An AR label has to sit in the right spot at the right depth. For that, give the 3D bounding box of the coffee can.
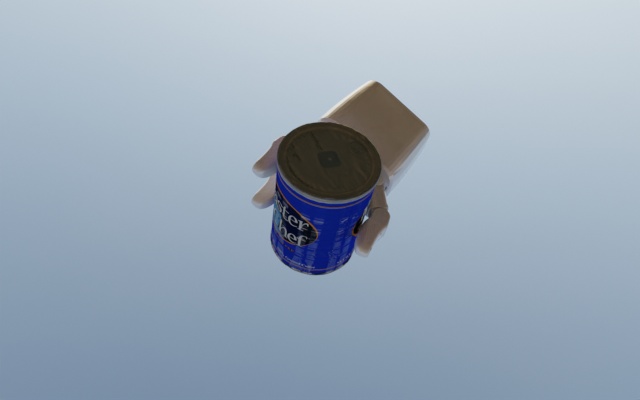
[{"bbox_3d":[0.000,0.002,0.514,0.103,0.102,0.140,0,-38,-10],"label":"coffee can"}]
